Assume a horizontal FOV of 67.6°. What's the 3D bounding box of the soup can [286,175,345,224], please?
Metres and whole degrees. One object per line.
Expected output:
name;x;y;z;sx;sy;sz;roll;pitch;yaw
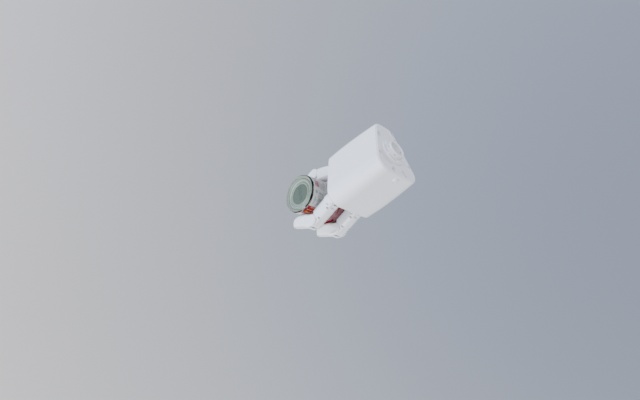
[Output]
soup can;0.000;0.003;0.826;0.102;0.068;0.068;22;-14;-40
